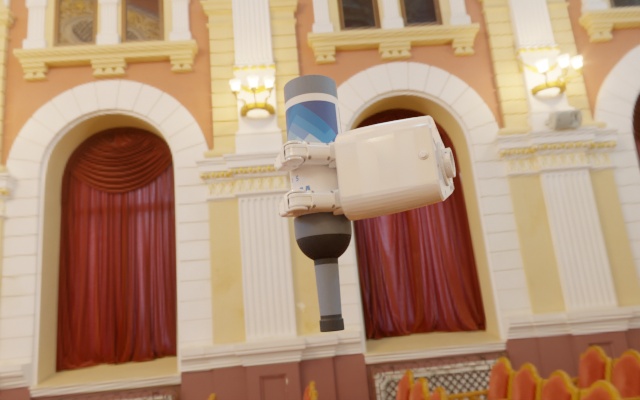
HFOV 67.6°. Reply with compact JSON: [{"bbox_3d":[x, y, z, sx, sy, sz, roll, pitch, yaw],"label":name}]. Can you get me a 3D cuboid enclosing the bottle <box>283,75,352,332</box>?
[{"bbox_3d":[0.000,0.002,0.561,0.069,0.295,0.069,-5,-13,-1],"label":"bottle"}]
